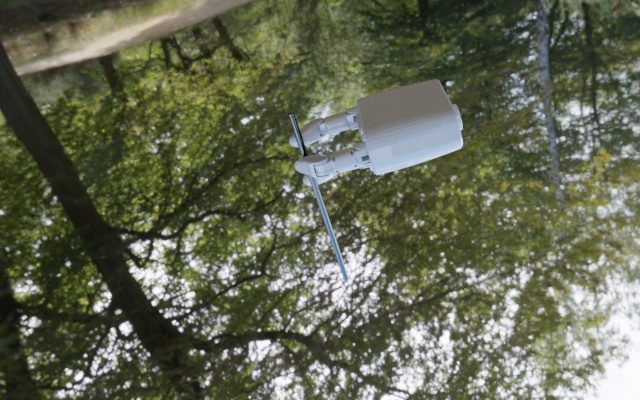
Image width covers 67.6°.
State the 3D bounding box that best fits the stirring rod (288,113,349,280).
[{"bbox_3d":[0.000,0.002,0.618,0.011,0.240,0.011,-16,22,6],"label":"stirring rod"}]
